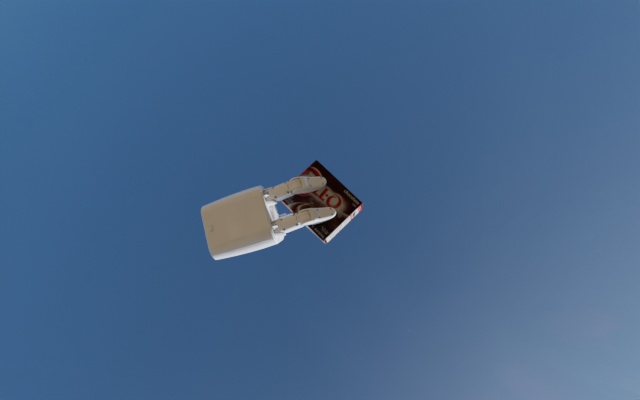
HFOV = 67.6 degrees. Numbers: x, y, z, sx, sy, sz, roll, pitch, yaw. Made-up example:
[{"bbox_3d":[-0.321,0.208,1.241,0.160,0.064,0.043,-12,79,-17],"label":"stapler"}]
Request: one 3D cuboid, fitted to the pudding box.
[{"bbox_3d":[0.000,0.003,0.786,0.113,0.090,0.039,44,-8,15],"label":"pudding box"}]
